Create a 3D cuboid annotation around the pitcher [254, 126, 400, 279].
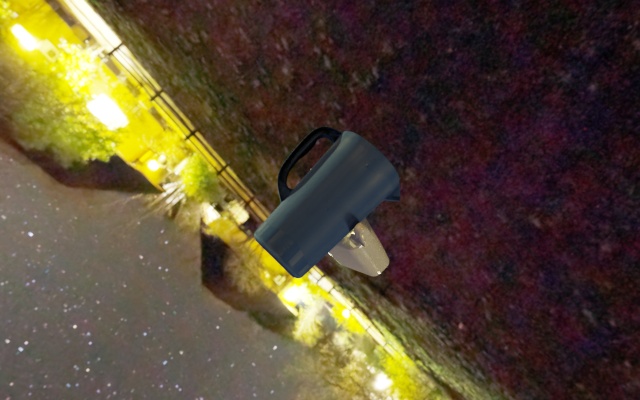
[{"bbox_3d":[0.000,0.003,0.800,0.149,0.243,0.145,35,-13,46],"label":"pitcher"}]
